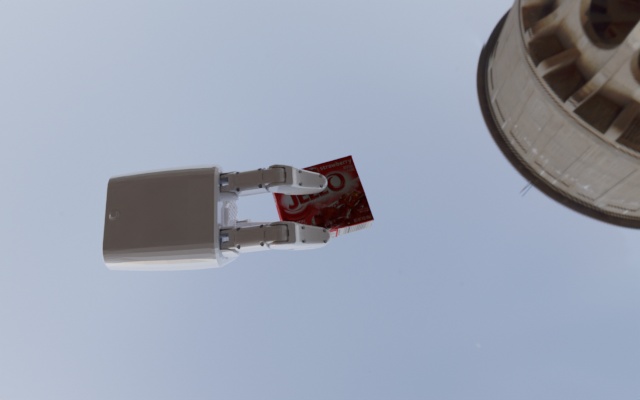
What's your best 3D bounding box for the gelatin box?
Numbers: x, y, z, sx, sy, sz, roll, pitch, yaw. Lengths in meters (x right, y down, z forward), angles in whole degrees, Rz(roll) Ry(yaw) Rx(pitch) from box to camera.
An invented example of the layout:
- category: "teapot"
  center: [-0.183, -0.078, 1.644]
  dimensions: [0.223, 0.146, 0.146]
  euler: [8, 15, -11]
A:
- category: "gelatin box"
  center: [0.000, 0.002, 0.480]
  dimensions: [0.089, 0.073, 0.030]
  euler: [-15, -19, -8]
